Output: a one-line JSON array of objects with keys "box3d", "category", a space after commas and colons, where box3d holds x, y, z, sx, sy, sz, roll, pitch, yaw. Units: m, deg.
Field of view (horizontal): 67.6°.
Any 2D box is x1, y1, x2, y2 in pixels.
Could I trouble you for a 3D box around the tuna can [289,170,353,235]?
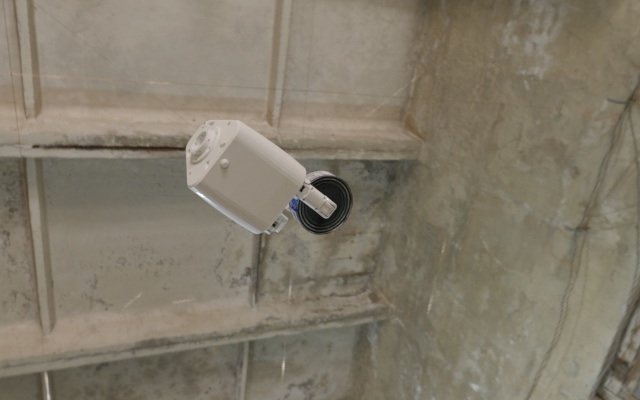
[{"box3d": [0.000, 0.002, 0.666, 0.086, 0.086, 0.033, 0, 18, -27], "category": "tuna can"}]
